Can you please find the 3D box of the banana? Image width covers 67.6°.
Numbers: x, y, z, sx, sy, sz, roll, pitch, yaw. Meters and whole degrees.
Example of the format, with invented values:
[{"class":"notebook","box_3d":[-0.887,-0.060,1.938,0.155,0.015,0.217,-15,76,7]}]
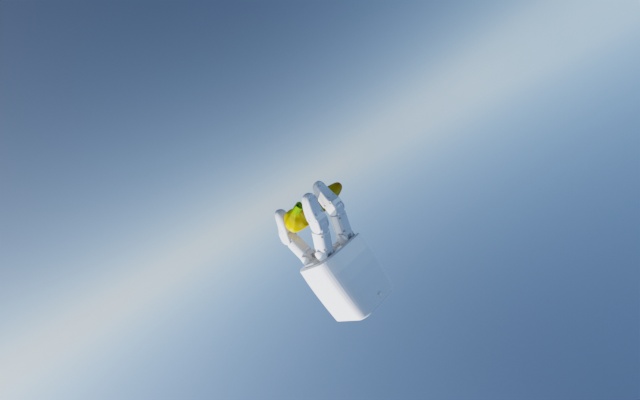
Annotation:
[{"class":"banana","box_3d":[-0.015,0.014,0.785,0.070,0.037,0.197,-38,-1,23]}]
